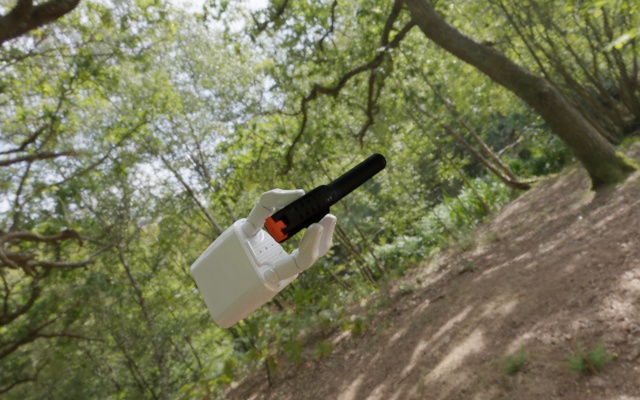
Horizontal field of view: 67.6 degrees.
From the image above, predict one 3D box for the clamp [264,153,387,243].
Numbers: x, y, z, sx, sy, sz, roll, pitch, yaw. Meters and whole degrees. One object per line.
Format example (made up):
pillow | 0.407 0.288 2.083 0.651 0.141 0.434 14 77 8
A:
clamp | -0.001 0.002 0.603 0.164 0.036 0.210 -41 -6 22
